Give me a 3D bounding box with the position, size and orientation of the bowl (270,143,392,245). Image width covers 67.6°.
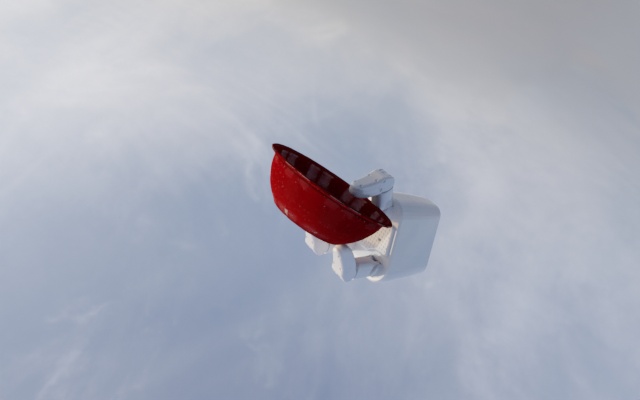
[{"bbox_3d":[-0.001,0.002,0.540,0.162,0.055,0.162,34,10,-7],"label":"bowl"}]
